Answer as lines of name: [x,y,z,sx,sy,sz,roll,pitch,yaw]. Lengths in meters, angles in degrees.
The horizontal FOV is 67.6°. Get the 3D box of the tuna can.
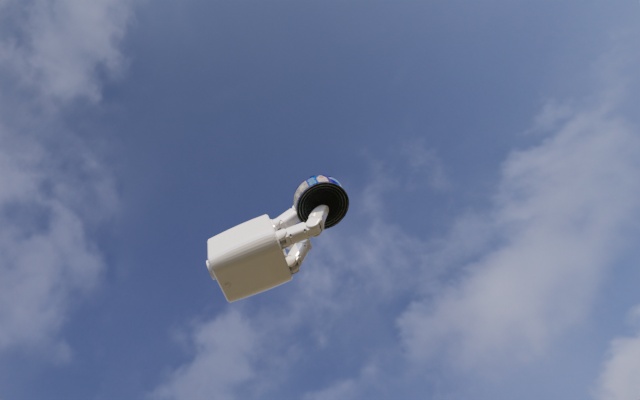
tuna can: [0.000,0.002,0.765,0.086,0.086,0.033,0,28,-17]
